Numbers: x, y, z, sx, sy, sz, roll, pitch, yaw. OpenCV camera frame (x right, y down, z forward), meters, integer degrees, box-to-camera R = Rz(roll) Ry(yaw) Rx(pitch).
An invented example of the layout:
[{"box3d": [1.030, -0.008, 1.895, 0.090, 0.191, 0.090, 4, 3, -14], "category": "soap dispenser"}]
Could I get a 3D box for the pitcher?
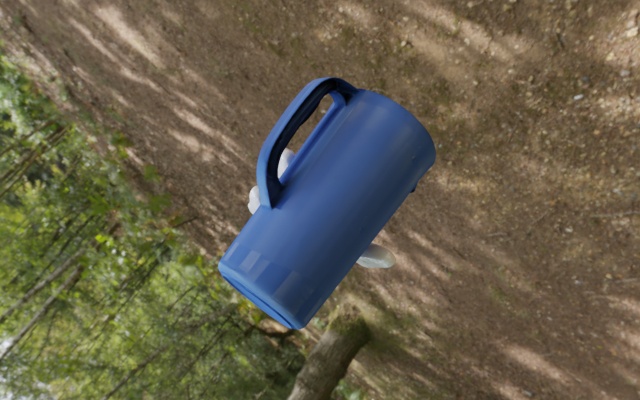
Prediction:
[{"box3d": [0.000, 0.002, 0.504, 0.149, 0.242, 0.145, 34, -18, 9], "category": "pitcher"}]
